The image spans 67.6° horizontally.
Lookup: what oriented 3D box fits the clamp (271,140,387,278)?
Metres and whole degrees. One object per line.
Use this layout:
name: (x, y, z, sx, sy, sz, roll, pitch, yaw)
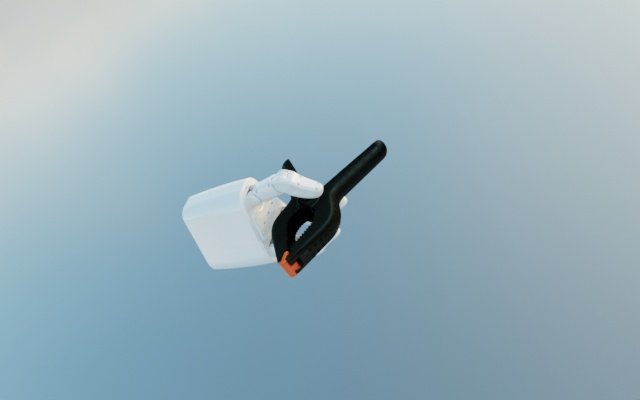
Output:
clamp: (-0.001, 0.002, 0.607, 0.164, 0.209, 0.036, -14, -50, 28)
